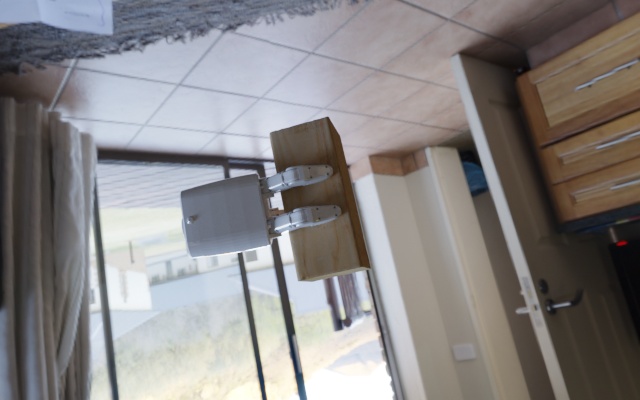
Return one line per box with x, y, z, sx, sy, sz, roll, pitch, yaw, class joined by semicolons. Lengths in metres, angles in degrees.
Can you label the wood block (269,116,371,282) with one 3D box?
0.000;0.002;0.667;0.090;0.206;0.091;-14;-12;9;wood block
